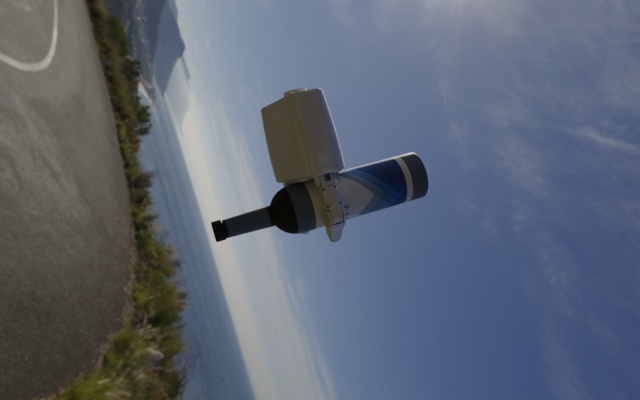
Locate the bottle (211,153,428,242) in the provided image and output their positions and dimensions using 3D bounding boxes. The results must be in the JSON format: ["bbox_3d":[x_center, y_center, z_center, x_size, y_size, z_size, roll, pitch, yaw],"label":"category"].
[{"bbox_3d":[0.000,0.002,0.648,0.295,0.069,0.069,-16,4,-14],"label":"bottle"}]
